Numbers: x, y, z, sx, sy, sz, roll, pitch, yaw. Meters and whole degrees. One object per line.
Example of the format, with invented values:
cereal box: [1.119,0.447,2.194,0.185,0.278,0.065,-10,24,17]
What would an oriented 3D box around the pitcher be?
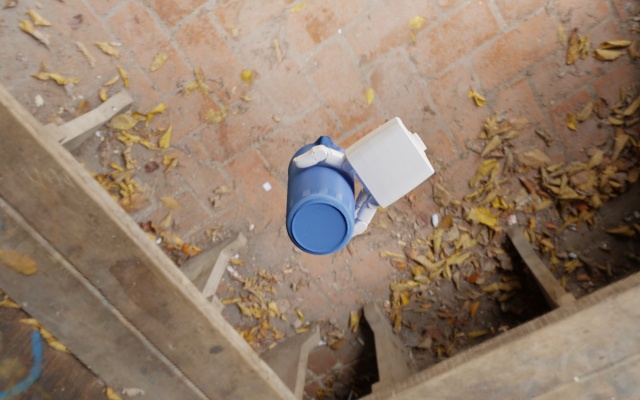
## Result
pitcher: [0.000,0.003,0.846,0.145,0.149,0.242,-35,19,15]
